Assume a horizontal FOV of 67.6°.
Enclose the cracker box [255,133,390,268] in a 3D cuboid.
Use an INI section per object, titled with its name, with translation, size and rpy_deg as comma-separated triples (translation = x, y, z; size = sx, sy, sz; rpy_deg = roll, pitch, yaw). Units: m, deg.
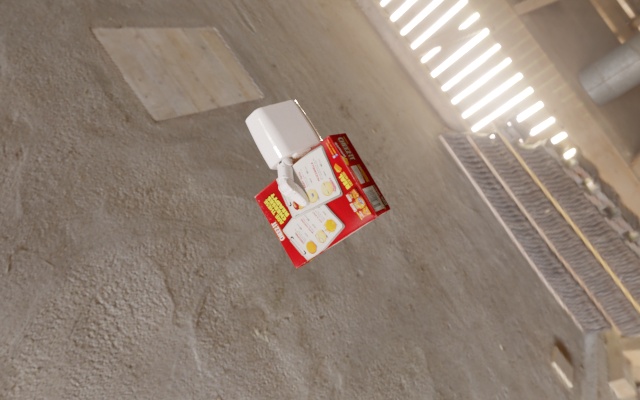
[cracker box]
translation = 0.000, 0.003, 0.884
size = 0.214, 0.164, 0.072
rpy_deg = -36, -10, 34
